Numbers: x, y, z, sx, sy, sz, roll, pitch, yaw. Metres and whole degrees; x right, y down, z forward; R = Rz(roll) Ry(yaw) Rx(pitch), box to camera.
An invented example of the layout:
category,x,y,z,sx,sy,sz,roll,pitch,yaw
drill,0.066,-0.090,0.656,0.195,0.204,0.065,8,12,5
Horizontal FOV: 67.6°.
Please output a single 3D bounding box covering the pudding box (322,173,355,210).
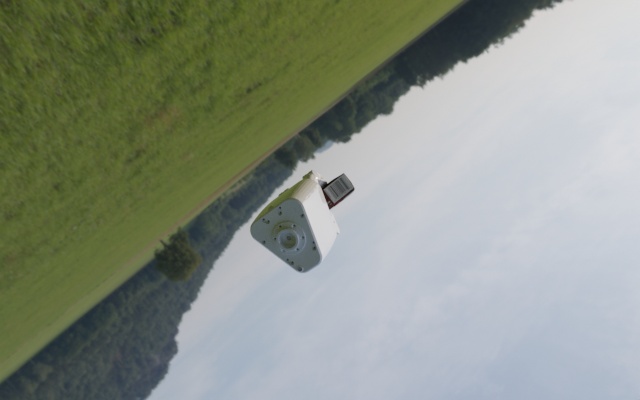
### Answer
category,x,y,z,sx,sy,sz,roll,pitch,yaw
pudding box,0.000,0.003,0.845,0.113,0.039,0.090,-36,3,-10
